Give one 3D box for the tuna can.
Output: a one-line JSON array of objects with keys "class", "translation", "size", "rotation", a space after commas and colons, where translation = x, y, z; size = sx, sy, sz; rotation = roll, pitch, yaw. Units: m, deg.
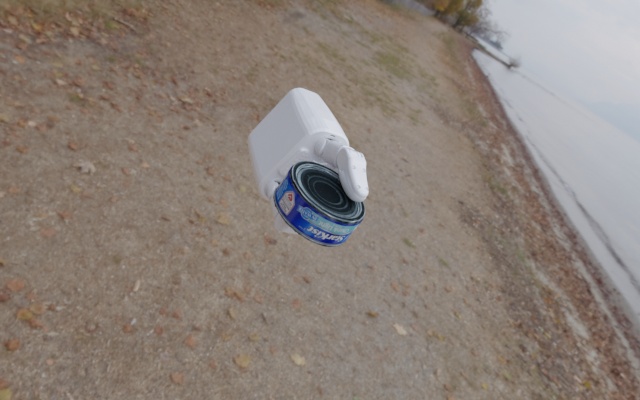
[{"class": "tuna can", "translation": [0.000, 0.001, 0.458], "size": [0.086, 0.086, 0.034], "rotation": [0, -44, -47]}]
